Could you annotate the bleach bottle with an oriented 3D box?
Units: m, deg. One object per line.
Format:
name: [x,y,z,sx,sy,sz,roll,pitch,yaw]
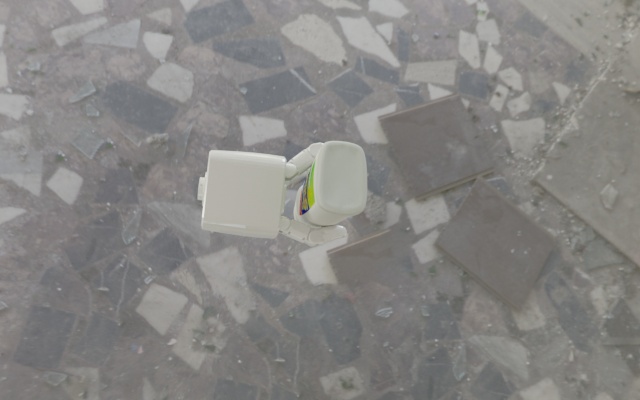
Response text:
bleach bottle: [0.000,0.002,0.717,0.068,0.102,0.251,6,-18,-12]
